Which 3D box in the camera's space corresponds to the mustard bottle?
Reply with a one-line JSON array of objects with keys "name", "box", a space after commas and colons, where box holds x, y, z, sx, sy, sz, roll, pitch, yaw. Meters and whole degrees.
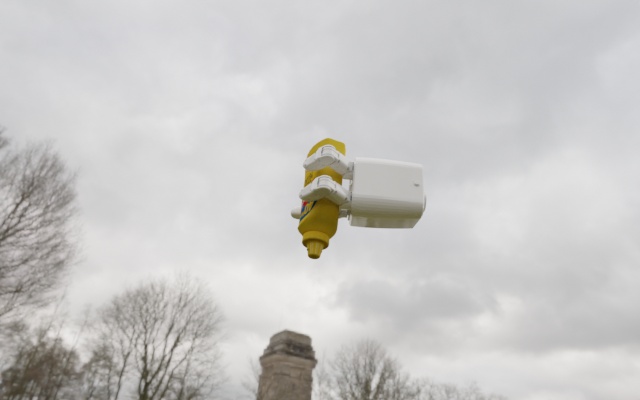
[{"name": "mustard bottle", "box": [0.000, 0.002, 0.748, 0.058, 0.191, 0.096, 18, -34, -18]}]
